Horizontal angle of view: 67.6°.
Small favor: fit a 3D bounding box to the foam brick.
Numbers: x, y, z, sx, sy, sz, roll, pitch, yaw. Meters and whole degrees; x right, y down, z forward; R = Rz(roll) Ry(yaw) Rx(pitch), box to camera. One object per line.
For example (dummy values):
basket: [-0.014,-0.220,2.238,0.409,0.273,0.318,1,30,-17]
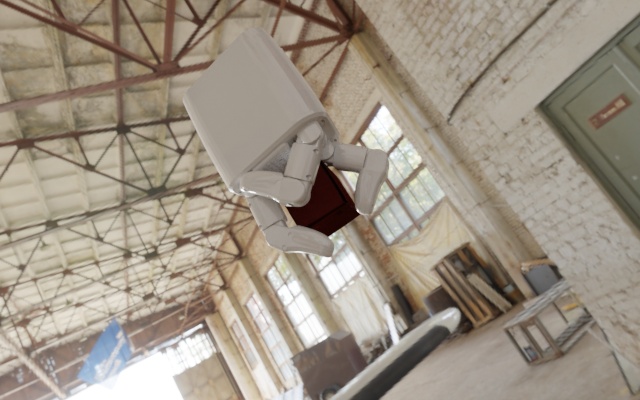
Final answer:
foam brick: [0.000,0.002,0.465,0.053,0.051,0.078,-34,-16,5]
